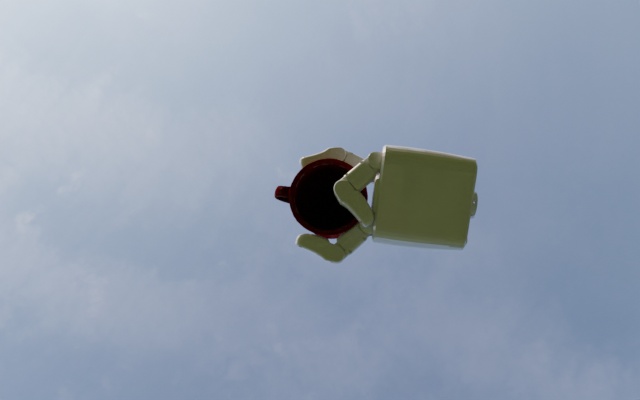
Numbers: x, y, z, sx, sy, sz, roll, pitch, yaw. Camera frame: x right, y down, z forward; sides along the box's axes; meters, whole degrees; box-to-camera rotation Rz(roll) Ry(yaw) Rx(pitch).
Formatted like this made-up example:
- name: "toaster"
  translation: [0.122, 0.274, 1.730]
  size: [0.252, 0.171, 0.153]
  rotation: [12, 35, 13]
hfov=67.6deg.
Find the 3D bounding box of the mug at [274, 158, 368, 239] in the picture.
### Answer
- name: "mug"
  translation: [-0.001, 0.002, 0.599]
  size: [0.117, 0.093, 0.081]
  rotation: [7, -12, 6]
